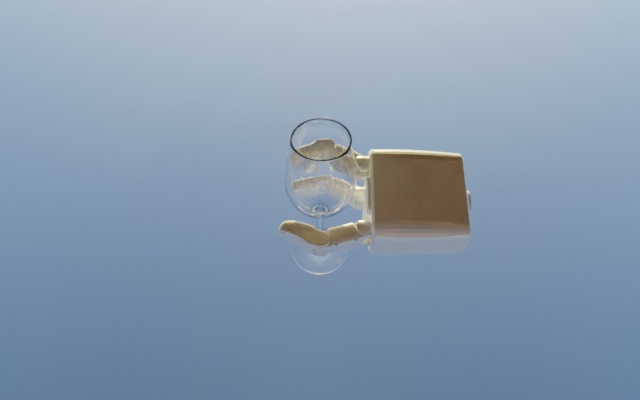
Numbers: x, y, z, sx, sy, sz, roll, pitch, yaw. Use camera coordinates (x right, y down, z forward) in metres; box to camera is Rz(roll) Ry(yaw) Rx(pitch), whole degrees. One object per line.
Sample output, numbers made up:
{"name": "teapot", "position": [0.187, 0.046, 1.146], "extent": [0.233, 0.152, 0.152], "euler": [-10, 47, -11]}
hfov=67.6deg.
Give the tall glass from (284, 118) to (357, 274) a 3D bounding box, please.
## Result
{"name": "tall glass", "position": [0.000, 0.002, 0.547], "extent": [0.079, 0.079, 0.201], "euler": [0, -39, 0]}
